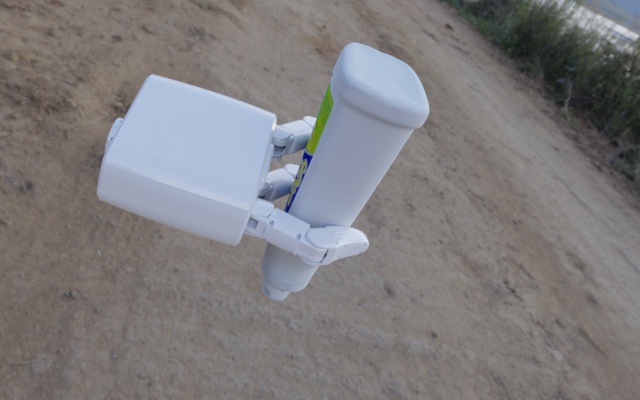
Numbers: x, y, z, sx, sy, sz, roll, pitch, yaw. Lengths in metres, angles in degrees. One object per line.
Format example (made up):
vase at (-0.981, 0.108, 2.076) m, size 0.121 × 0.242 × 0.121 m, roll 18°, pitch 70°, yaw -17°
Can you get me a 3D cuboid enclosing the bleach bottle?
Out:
bleach bottle at (0.000, 0.001, 0.410) m, size 0.068 × 0.251 × 0.102 m, roll 19°, pitch 34°, yaw -10°
